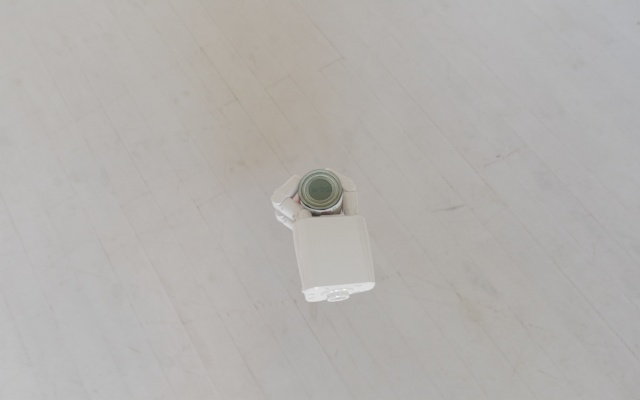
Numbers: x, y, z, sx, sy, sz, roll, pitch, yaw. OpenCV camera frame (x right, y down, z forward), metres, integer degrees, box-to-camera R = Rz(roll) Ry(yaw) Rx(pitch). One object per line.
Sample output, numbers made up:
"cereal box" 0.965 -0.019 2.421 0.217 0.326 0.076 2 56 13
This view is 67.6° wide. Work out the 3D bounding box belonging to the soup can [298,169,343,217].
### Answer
"soup can" 0.000 0.002 0.746 0.068 0.068 0.102 0 -23 1
